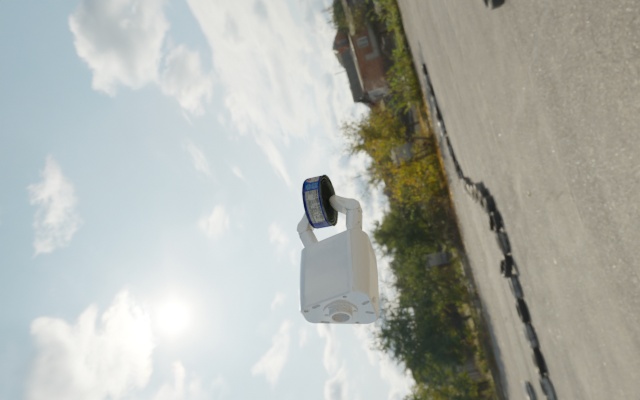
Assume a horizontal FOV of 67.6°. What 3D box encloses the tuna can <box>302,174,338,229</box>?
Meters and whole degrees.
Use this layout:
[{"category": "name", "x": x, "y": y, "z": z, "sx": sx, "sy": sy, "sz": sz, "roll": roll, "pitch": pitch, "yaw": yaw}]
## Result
[{"category": "tuna can", "x": 0.000, "y": 0.003, "z": 0.773, "sx": 0.034, "sy": 0.086, "sz": 0.086, "roll": -11, "pitch": -3, "yaw": 17}]
